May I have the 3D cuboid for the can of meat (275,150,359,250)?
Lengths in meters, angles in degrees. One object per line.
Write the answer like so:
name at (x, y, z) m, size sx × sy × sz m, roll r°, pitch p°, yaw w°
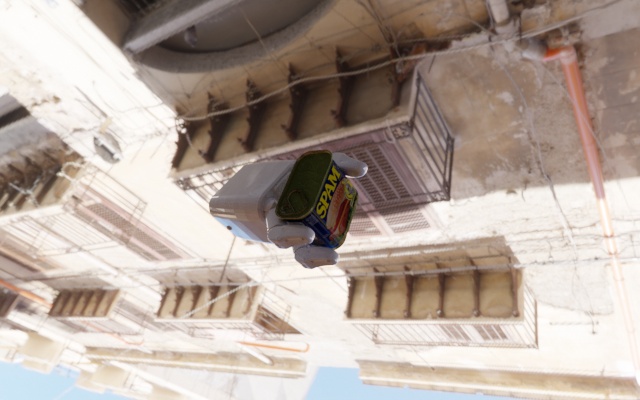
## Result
can of meat at (0.000, 0.002, 0.603) m, size 0.057 × 0.102 × 0.084 m, roll -2°, pitch -35°, yaw 36°
